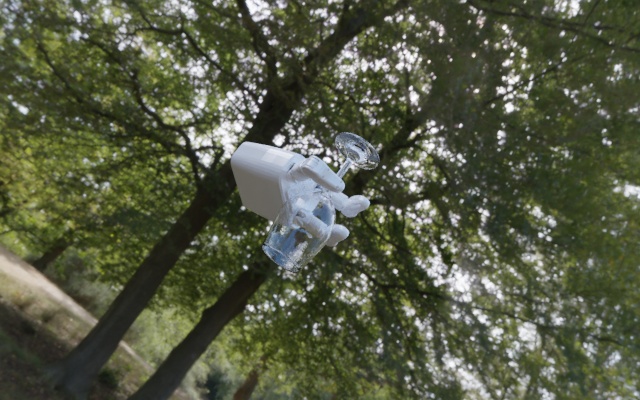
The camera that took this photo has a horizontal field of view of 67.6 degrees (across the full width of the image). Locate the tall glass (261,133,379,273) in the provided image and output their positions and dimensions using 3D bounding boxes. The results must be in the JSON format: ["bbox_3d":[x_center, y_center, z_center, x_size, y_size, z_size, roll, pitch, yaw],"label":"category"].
[{"bbox_3d":[0.001,0.002,0.660,0.079,0.201,0.079,29,-23,14],"label":"tall glass"}]
